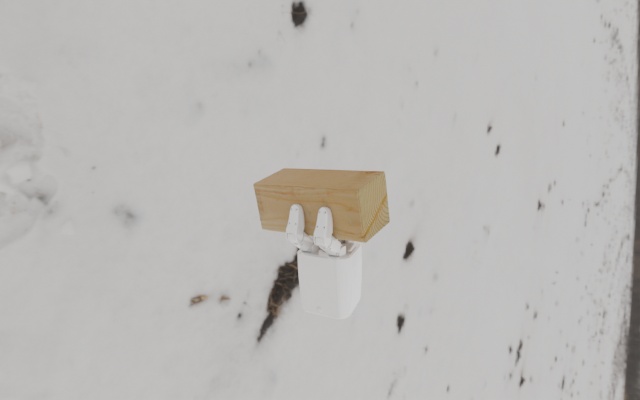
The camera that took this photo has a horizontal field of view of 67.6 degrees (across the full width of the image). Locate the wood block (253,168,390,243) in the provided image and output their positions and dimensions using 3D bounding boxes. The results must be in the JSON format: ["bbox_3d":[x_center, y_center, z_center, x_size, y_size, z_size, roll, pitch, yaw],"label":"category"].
[{"bbox_3d":[0.000,0.003,0.798,0.206,0.090,0.090,4,23,34],"label":"wood block"}]
